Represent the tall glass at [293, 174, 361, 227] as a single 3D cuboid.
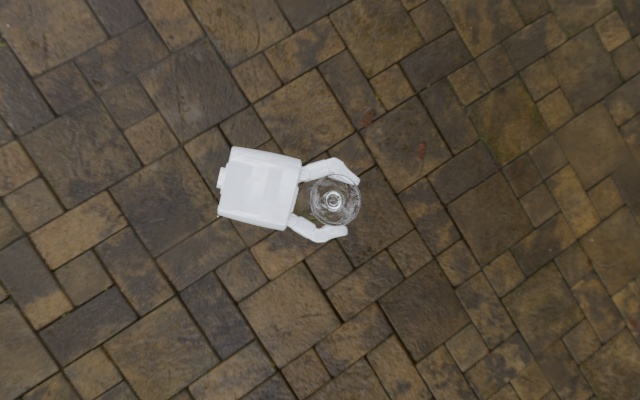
[{"bbox_3d":[0.000,0.003,0.765,0.079,0.079,0.201,0,-2,-12],"label":"tall glass"}]
